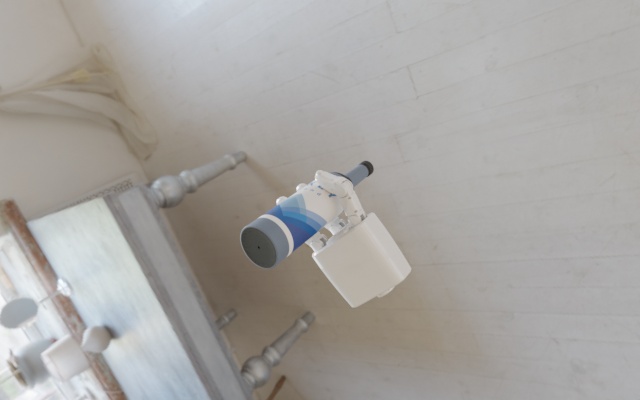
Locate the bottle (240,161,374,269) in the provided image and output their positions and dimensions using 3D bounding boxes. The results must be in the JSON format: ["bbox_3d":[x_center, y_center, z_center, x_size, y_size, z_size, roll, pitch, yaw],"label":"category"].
[{"bbox_3d":[0.000,0.002,0.740,0.069,0.069,0.295,0,24,38],"label":"bottle"}]
